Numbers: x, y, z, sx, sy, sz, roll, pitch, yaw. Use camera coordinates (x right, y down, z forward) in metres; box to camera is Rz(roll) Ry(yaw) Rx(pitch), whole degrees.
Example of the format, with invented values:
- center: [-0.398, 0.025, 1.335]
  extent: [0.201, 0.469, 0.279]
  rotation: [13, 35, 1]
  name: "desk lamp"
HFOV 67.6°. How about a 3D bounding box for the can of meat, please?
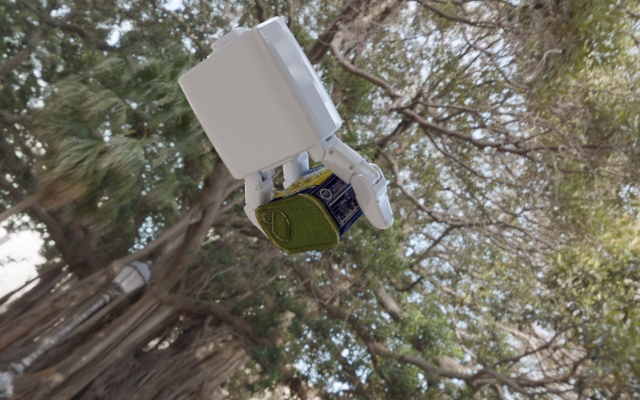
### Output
- center: [0.000, 0.001, 0.459]
  extent: [0.102, 0.057, 0.084]
  rotation: [-15, 22, 51]
  name: "can of meat"
